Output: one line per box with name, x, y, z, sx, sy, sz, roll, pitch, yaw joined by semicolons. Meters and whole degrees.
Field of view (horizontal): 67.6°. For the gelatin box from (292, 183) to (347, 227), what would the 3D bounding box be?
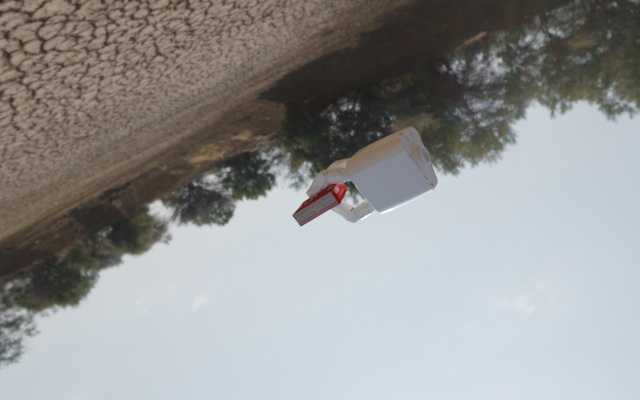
gelatin box;0.000;0.003;0.843;0.089;0.030;0.073;-32;8;21
